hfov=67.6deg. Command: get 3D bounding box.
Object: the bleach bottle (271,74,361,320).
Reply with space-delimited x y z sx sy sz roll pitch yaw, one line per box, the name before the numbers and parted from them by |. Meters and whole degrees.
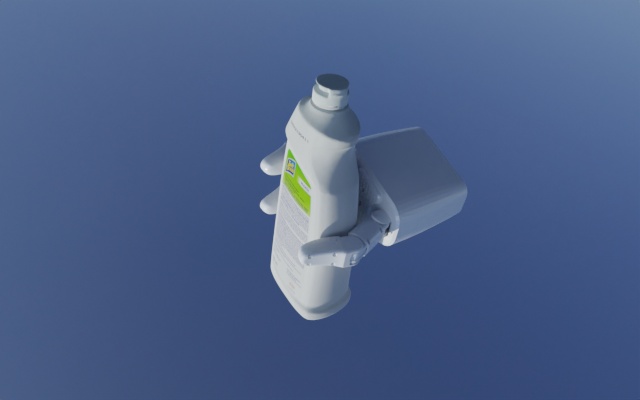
bleach bottle | 0.000 0.002 0.469 0.068 0.251 0.102 -19 48 -29
